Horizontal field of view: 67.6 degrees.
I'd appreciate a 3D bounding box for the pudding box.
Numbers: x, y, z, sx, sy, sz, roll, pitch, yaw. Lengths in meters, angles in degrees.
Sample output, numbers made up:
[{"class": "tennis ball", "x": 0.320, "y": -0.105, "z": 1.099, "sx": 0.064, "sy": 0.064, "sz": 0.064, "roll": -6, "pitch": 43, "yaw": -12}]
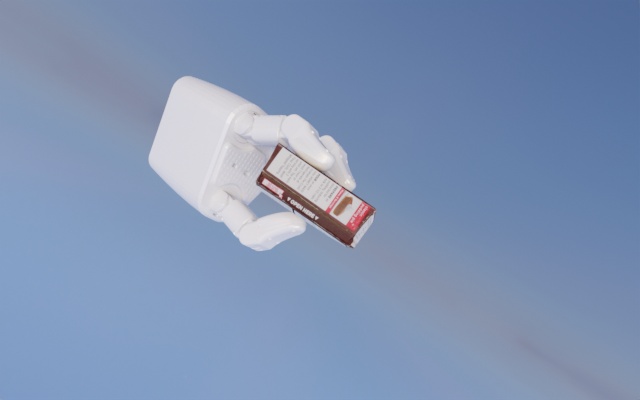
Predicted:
[{"class": "pudding box", "x": 0.000, "y": 0.001, "z": 0.401, "sx": 0.090, "sy": 0.039, "sz": 0.113, "roll": 34, "pitch": 0, "yaw": 7}]
